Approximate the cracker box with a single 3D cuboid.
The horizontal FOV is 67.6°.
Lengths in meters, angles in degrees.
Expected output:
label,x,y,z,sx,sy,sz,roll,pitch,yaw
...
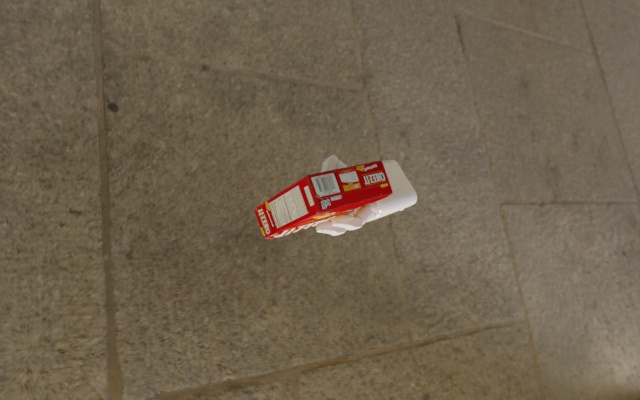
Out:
label,x,y,z,sx,sy,sz,roll,pitch,yaw
cracker box,0.000,0.003,0.872,0.164,0.072,0.214,-14,-8,-34
